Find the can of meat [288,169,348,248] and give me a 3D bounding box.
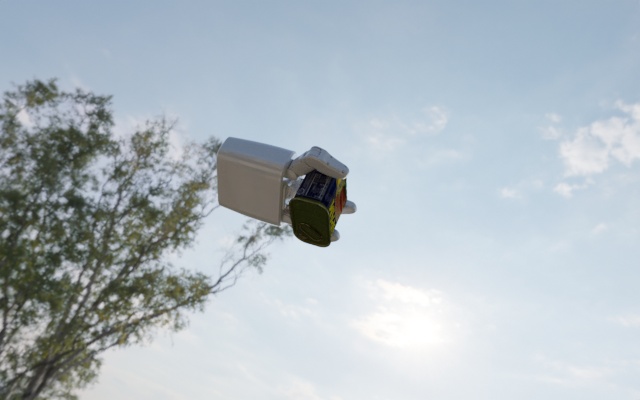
[{"bbox_3d":[0.000,0.002,0.671,0.057,0.084,0.102,14,-36,15],"label":"can of meat"}]
